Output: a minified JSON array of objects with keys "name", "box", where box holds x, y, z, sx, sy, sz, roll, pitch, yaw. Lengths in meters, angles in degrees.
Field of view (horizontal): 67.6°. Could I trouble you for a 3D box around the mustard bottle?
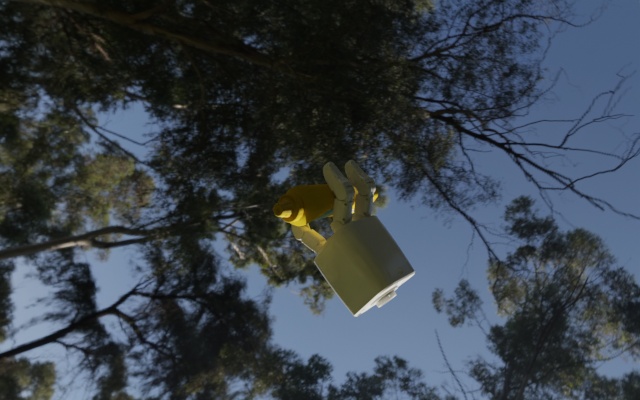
[{"name":"mustard bottle","box":[0.000,0.002,0.726,0.096,0.058,0.191,-20,-5,39]}]
